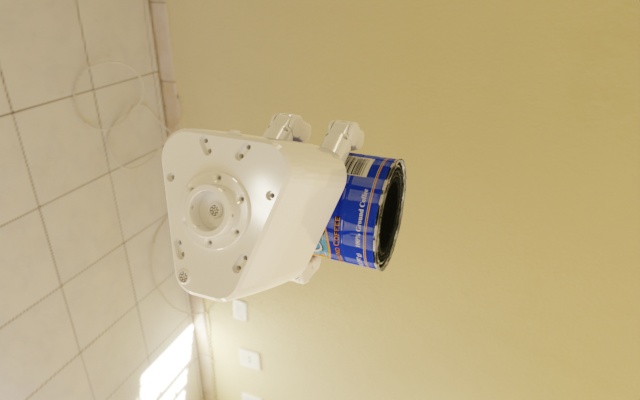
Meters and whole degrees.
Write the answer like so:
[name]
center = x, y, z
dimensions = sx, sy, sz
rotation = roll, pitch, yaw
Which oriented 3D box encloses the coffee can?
[coffee can]
center = 0.000, 0.002, 0.449
dimensions = 0.140, 0.103, 0.103
rotation = 10, 3, 19
